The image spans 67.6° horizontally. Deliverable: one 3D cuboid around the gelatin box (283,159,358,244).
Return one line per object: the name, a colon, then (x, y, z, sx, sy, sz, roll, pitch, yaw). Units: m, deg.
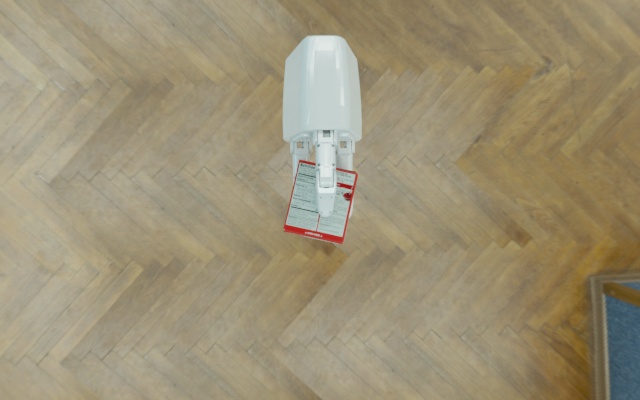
gelatin box: (0.000, 0.002, 0.573, 0.073, 0.089, 0.030, 12, -6, -2)
